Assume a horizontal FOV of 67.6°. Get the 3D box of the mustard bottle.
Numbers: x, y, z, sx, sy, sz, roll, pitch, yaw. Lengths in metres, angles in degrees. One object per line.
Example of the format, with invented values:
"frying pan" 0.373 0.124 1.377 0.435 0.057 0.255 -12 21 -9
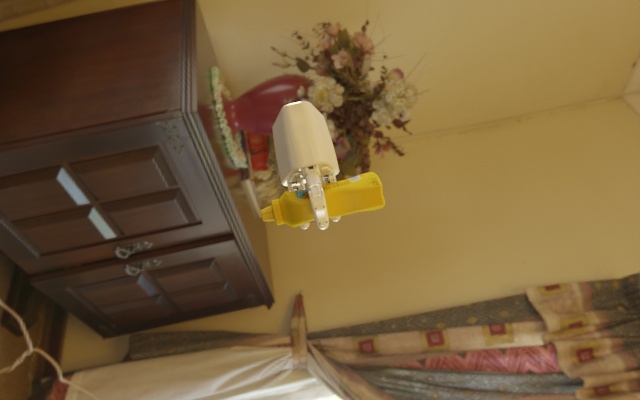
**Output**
"mustard bottle" 0.000 0.003 0.759 0.191 0.058 0.096 -12 14 -2
